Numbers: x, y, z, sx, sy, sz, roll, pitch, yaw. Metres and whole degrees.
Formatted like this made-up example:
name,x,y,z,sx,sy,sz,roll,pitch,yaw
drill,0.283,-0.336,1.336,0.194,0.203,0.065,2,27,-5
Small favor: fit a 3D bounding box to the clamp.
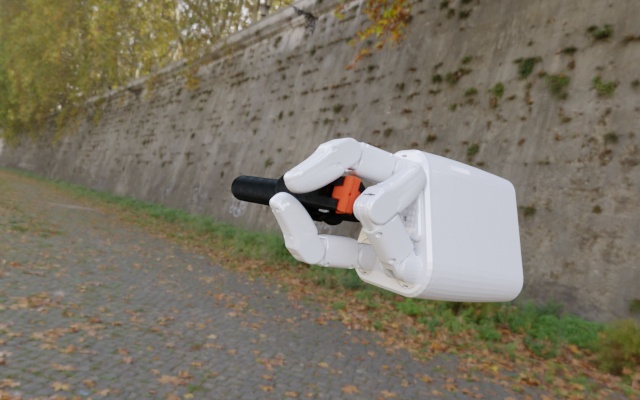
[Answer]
name,x,y,z,sx,sy,sz,roll,pitch,yaw
clamp,0.000,0.001,0.426,0.120,0.039,0.171,11,-2,-28
